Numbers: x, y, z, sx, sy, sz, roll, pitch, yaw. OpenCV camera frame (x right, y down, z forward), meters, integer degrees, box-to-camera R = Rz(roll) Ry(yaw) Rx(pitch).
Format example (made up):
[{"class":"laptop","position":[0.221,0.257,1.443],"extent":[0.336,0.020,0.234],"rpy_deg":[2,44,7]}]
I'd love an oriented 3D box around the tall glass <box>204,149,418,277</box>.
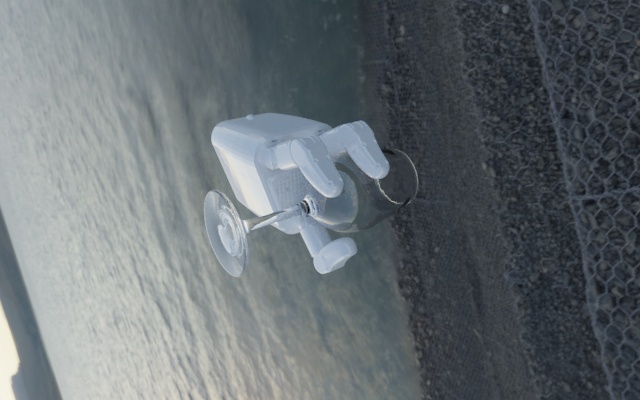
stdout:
[{"class":"tall glass","position":[0.000,0.002,0.444],"extent":[0.201,0.079,0.079],"rpy_deg":[-18,10,-33]}]
